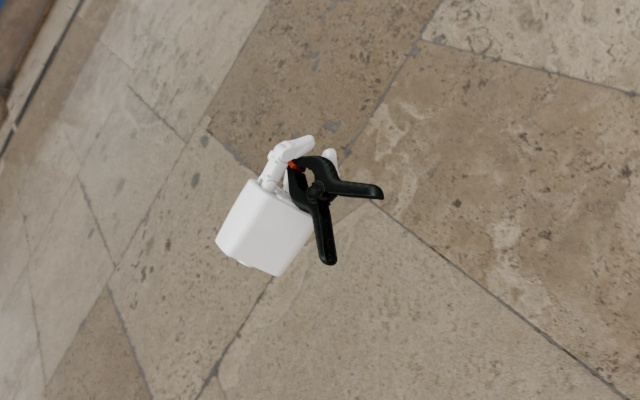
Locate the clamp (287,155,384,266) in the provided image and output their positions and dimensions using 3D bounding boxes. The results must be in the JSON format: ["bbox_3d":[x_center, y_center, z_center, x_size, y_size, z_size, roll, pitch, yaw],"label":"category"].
[{"bbox_3d":[0.000,0.002,0.637,0.039,0.120,0.171,26,9,-45],"label":"clamp"}]
